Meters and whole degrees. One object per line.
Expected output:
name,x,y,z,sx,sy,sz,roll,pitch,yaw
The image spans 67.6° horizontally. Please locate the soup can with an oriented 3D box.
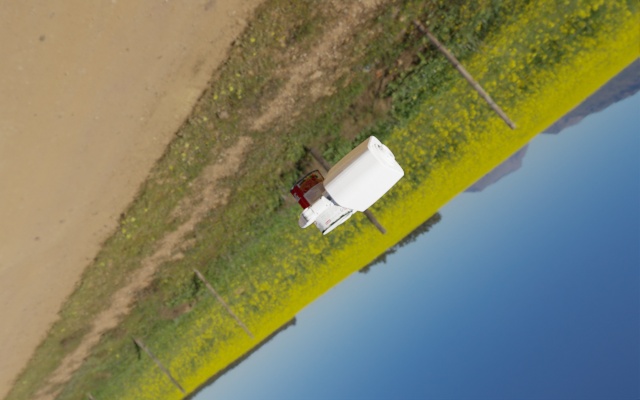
soup can,0.000,0.003,0.884,0.068,0.102,0.068,-37,-8,-6
